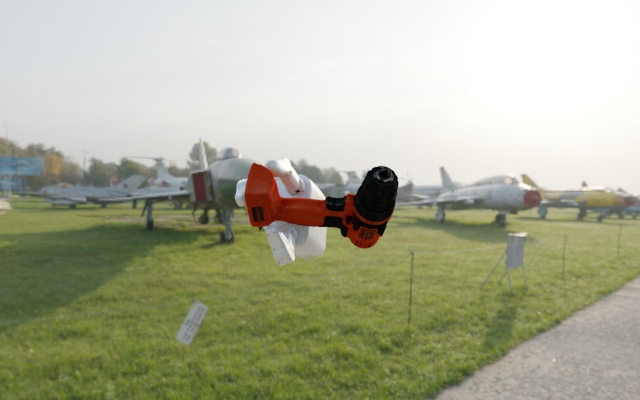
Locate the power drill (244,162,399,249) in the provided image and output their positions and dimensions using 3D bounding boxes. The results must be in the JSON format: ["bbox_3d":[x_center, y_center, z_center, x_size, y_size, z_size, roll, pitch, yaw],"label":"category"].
[{"bbox_3d":[0.000,0.002,0.616,0.187,0.057,0.184,10,-29,2],"label":"power drill"}]
